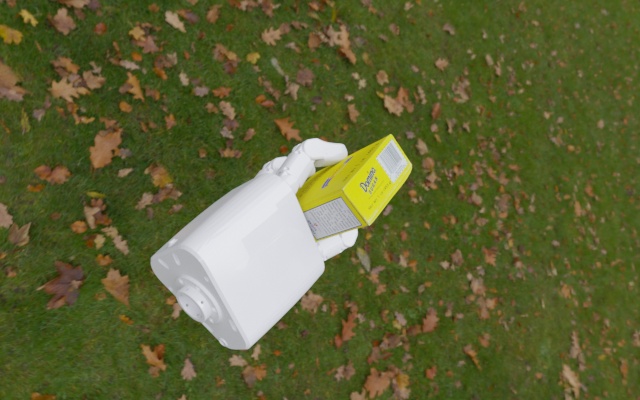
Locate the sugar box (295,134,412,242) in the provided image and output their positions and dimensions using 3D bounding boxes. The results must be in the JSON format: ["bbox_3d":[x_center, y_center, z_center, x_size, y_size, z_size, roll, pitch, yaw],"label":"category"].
[{"bbox_3d":[0.000,0.001,0.477,0.176,0.048,0.093,-20,21,48],"label":"sugar box"}]
